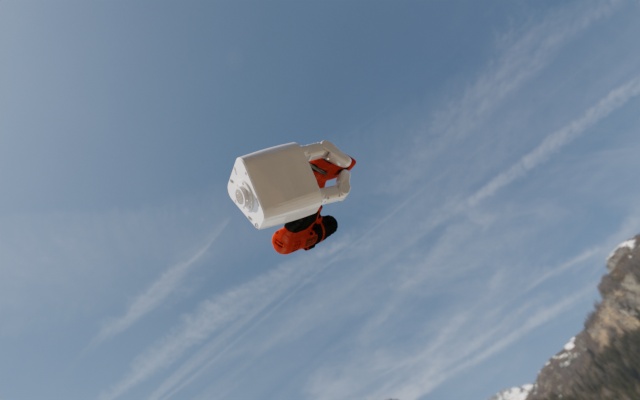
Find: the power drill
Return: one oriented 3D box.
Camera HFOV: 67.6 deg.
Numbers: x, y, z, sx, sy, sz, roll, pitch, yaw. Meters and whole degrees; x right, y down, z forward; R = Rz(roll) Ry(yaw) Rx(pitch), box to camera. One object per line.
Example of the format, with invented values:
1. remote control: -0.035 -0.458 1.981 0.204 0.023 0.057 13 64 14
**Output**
1. power drill: 0.000 0.002 0.874 0.057 0.188 0.184 29 24 23
